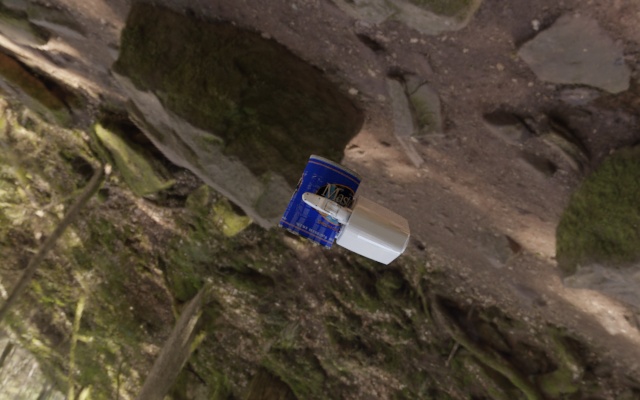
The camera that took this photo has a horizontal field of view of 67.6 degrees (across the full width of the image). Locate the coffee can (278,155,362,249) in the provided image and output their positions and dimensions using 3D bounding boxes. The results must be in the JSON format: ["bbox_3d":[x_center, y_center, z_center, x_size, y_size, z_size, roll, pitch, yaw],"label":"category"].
[{"bbox_3d":[0.000,0.003,0.856,0.103,0.140,0.103,25,-3,2],"label":"coffee can"}]
